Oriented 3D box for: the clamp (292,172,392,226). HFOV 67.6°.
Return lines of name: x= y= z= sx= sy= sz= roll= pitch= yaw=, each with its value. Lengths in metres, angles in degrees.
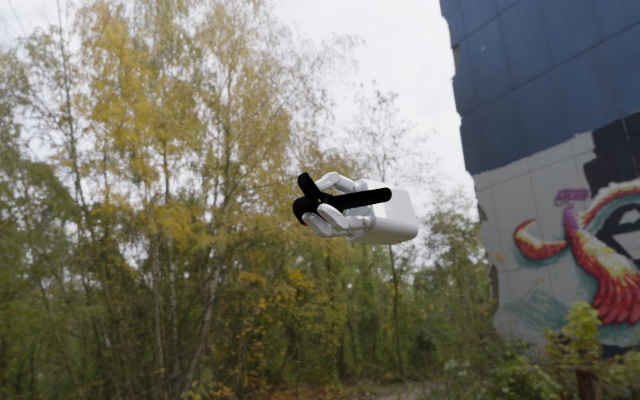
clamp: x=0.000 y=0.002 z=0.838 sx=0.164 sy=0.036 sz=0.210 roll=13 pitch=-23 yaw=-27
